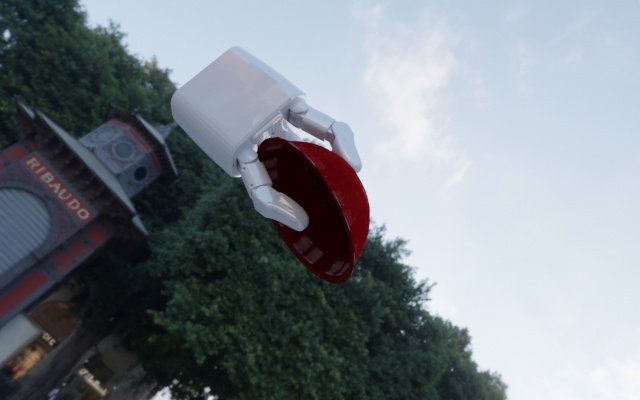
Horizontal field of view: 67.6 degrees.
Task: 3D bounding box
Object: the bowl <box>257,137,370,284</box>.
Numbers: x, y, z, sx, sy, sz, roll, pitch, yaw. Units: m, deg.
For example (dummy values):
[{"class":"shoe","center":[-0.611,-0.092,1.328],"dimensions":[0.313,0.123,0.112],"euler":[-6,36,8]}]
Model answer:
[{"class":"bowl","center":[0.001,0.002,0.487],"dimensions":[0.055,0.162,0.162],"euler":[-29,14,-27]}]
